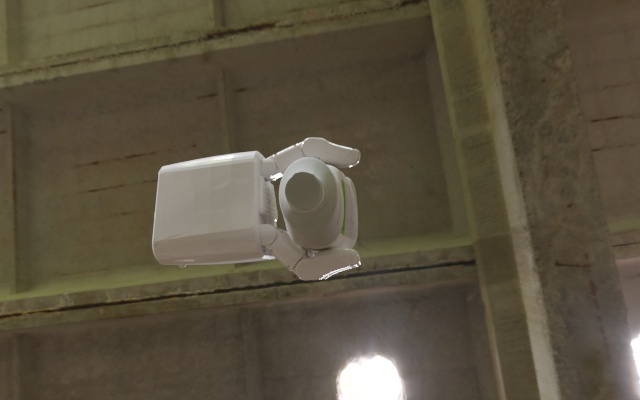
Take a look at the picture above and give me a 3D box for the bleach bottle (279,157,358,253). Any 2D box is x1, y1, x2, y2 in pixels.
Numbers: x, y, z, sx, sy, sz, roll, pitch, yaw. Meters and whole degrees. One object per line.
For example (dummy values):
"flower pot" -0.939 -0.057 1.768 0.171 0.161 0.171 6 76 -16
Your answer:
"bleach bottle" 0.000 0.002 0.490 0.068 0.102 0.251 -5 -9 6
